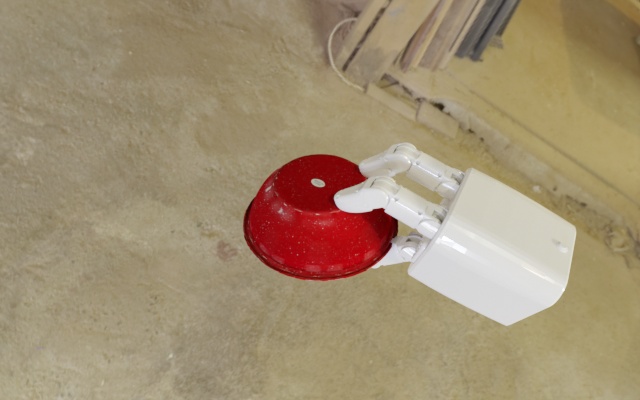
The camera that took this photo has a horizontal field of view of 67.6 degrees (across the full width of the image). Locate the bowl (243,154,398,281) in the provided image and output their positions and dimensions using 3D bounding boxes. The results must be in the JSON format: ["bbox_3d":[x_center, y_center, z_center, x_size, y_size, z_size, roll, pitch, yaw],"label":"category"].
[{"bbox_3d":[-0.001,0.001,0.482,0.162,0.055,0.162,0,42,0],"label":"bowl"}]
